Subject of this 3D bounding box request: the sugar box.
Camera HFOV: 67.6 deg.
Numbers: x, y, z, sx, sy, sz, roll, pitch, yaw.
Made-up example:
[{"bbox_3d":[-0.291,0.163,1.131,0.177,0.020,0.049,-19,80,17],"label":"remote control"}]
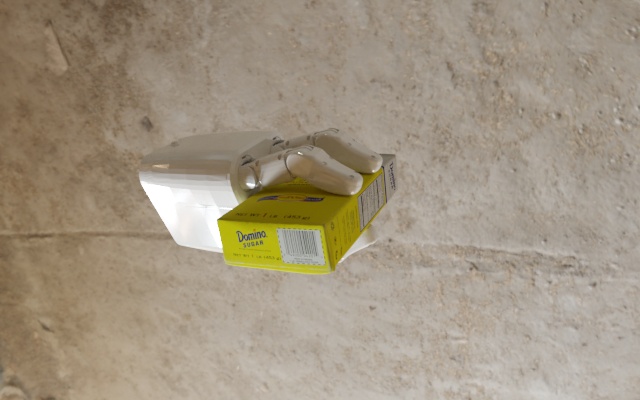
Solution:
[{"bbox_3d":[0.000,0.001,0.416,0.093,0.048,0.176,2,24,24],"label":"sugar box"}]
